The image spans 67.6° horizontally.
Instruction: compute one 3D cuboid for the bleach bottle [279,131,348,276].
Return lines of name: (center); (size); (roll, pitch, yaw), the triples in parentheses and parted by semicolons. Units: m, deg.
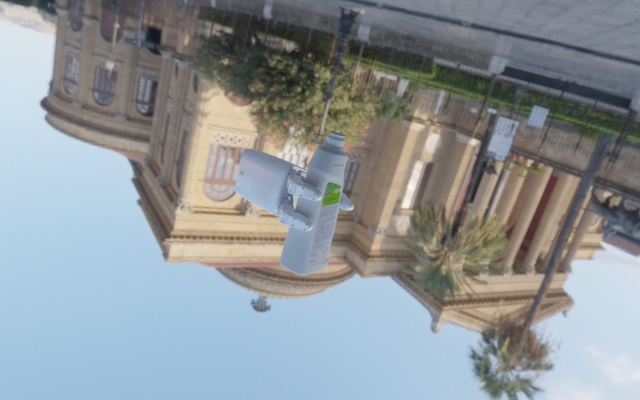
bleach bottle: (0.000, 0.003, 0.838); (0.068, 0.251, 0.102); (24, 19, 25)
